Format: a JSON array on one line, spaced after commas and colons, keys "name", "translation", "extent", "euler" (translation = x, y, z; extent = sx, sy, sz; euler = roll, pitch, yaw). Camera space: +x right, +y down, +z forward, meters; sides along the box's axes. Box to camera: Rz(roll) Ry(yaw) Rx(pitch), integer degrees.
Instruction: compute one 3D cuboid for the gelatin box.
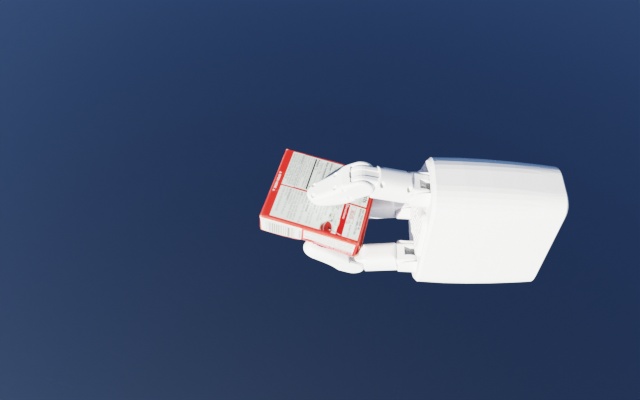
[{"name": "gelatin box", "translation": [0.000, 0.001, 0.418], "extent": [0.089, 0.073, 0.030], "euler": [16, -29, 3]}]
